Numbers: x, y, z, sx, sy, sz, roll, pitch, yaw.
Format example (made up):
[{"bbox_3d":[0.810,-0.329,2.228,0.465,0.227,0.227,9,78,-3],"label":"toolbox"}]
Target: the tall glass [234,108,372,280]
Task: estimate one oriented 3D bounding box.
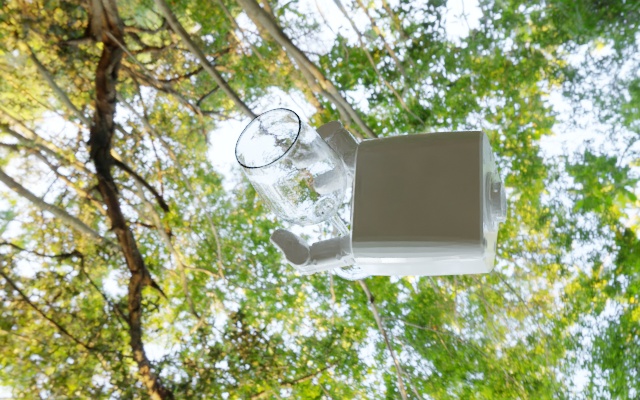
[{"bbox_3d":[0.000,0.002,0.453,0.079,0.079,0.201,0,-32,31],"label":"tall glass"}]
